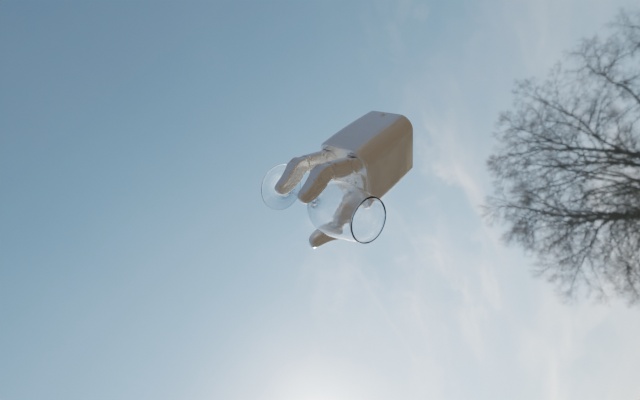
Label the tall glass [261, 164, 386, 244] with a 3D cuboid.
[{"bbox_3d":[0.000,0.002,0.675,0.079,0.079,0.201,0,14,-39],"label":"tall glass"}]
